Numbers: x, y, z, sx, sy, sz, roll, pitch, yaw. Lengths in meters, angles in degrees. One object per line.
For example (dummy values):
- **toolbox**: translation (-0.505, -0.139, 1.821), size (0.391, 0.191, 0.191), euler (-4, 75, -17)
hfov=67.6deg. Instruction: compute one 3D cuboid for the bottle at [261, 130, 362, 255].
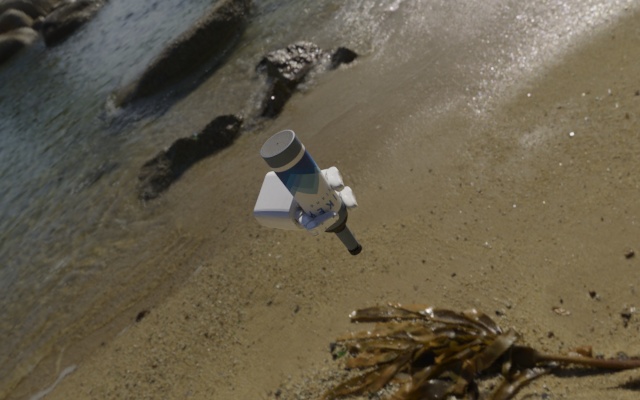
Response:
- **bottle**: translation (0.000, 0.003, 0.869), size (0.069, 0.069, 0.296), euler (0, -41, 40)
